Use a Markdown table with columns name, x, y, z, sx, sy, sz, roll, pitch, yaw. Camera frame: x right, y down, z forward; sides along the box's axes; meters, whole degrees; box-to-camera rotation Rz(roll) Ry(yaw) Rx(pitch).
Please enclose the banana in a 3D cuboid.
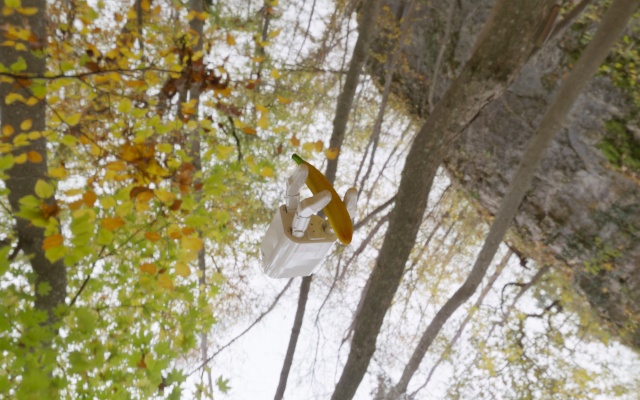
| name | x | y | z | sx | sy | sz | roll | pitch | yaw |
| --- | --- | --- | --- | --- | --- | --- | --- | --- | --- |
| banana | 0.010 | 0.002 | 0.823 | 0.037 | 0.197 | 0.069 | -47 | -30 | 23 |
